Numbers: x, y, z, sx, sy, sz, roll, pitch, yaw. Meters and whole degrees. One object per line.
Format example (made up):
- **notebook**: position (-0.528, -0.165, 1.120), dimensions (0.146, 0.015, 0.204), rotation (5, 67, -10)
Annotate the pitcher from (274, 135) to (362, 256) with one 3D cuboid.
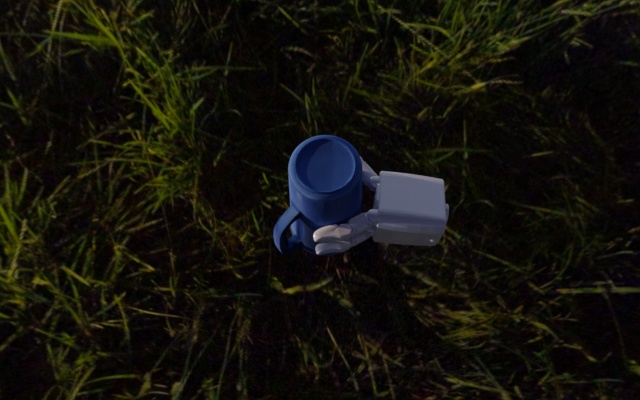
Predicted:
- **pitcher**: position (0.000, 0.003, 0.788), dimensions (0.145, 0.149, 0.243), rotation (7, -22, 4)
